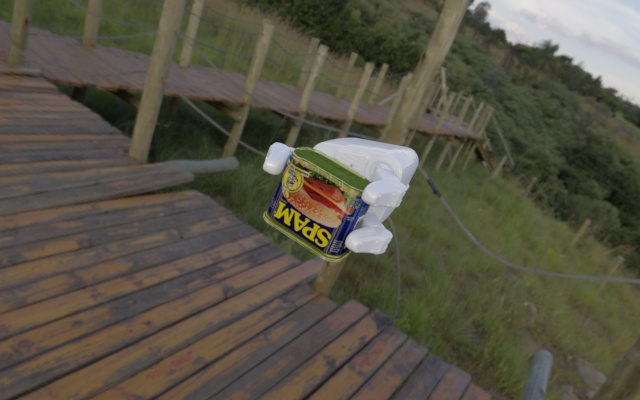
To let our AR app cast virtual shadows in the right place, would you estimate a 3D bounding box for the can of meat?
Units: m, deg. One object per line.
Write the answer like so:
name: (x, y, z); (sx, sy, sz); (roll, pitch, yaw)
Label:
can of meat: (0.000, 0.001, 0.510); (0.102, 0.084, 0.057); (32, 23, 19)
